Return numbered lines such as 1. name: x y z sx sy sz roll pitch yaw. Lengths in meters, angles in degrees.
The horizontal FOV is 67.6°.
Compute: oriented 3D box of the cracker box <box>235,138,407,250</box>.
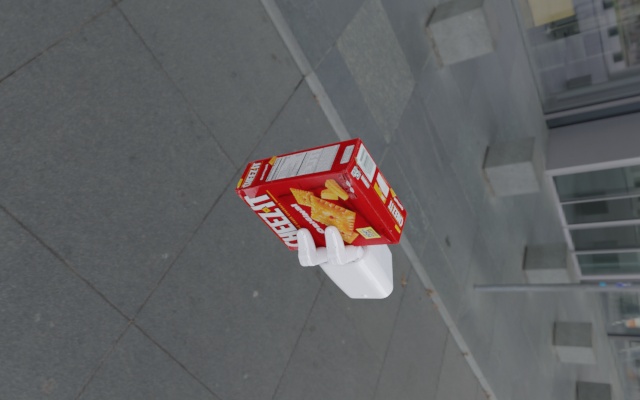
1. cracker box: 0.000 0.002 0.736 0.214 0.072 0.164 -8 -46 36
